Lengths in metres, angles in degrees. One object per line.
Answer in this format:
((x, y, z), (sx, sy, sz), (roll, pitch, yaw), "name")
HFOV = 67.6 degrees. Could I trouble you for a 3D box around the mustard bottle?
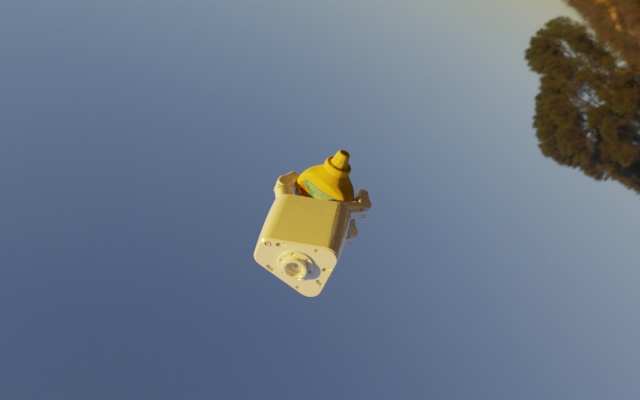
((0.000, 0.003, 0.755), (0.096, 0.192, 0.058), (37, 35, 16), "mustard bottle")
